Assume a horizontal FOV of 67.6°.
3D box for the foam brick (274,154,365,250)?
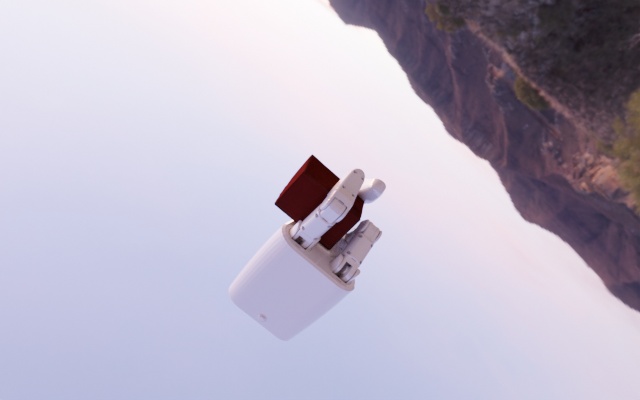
[{"bbox_3d":[0.000,0.001,0.500,0.078,0.051,0.053,41,24,-8],"label":"foam brick"}]
